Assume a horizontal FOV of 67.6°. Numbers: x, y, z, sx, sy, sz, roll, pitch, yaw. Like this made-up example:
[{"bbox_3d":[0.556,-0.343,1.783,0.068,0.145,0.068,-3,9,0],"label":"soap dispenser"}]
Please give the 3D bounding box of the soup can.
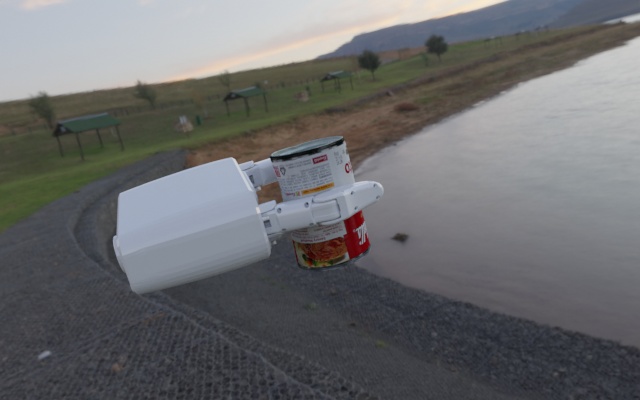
[{"bbox_3d":[0.000,0.001,0.417,0.068,0.102,0.068,-14,13,3],"label":"soup can"}]
